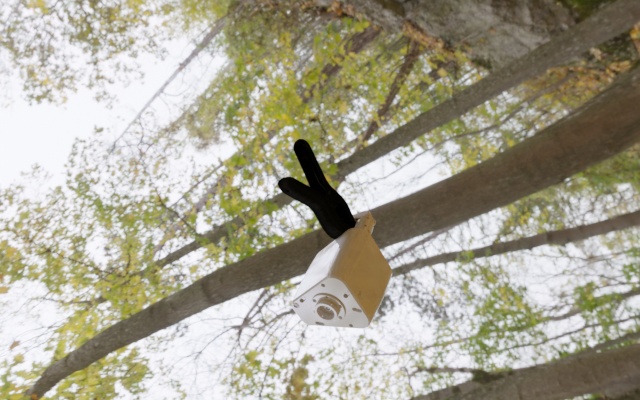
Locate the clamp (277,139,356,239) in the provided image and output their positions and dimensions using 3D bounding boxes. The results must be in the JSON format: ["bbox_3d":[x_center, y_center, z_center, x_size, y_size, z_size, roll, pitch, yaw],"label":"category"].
[{"bbox_3d":[0.000,0.003,0.684,0.039,0.171,0.120,-27,18,33],"label":"clamp"}]
